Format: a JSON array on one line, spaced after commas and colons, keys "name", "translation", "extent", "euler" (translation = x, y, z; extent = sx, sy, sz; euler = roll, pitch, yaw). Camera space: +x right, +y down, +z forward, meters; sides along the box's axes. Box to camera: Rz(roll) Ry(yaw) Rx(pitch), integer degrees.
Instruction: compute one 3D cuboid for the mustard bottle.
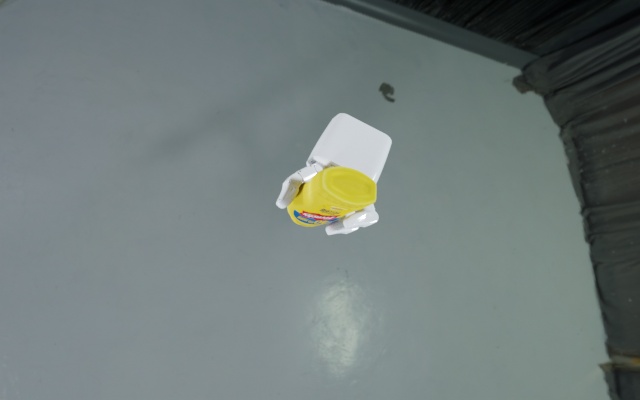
[{"name": "mustard bottle", "translation": [0.000, 0.003, 0.769], "extent": [0.096, 0.058, 0.192], "euler": [11, -20, -26]}]
